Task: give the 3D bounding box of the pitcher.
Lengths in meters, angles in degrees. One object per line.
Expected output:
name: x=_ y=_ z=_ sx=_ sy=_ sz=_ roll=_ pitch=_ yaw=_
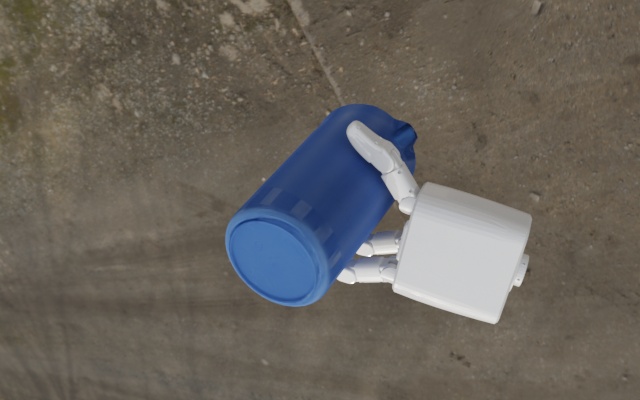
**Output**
pitcher: x=0.000 y=0.002 z=0.517 sx=0.145 sy=0.149 sz=0.242 roll=20 pitch=36 yaw=17
